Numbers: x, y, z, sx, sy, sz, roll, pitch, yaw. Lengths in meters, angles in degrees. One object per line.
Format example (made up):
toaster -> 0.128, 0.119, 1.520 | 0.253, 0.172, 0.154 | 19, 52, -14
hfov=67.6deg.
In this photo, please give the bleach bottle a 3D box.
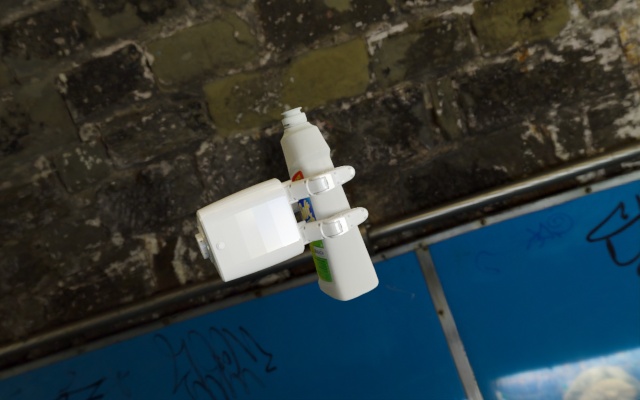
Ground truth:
bleach bottle -> 0.000, 0.002, 0.637 | 0.068, 0.251, 0.102 | -22, 9, -17
